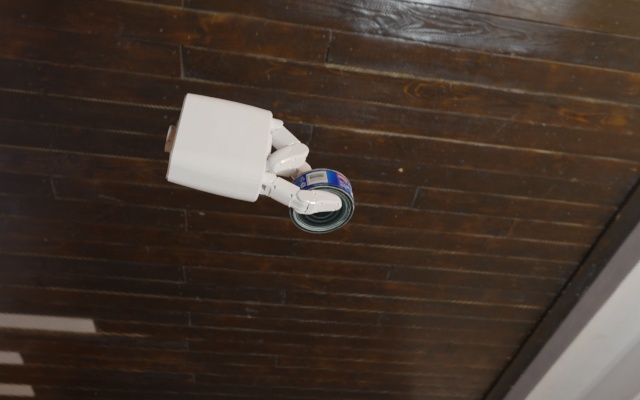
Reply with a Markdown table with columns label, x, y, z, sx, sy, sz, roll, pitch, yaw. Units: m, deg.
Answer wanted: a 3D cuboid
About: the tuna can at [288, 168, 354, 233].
| label | x | y | z | sx | sy | sz | roll | pitch | yaw |
| --- | --- | --- | --- | --- | --- | --- | --- | --- | --- |
| tuna can | 0.000 | 0.002 | 0.615 | 0.086 | 0.086 | 0.033 | 0 | 42 | -8 |
